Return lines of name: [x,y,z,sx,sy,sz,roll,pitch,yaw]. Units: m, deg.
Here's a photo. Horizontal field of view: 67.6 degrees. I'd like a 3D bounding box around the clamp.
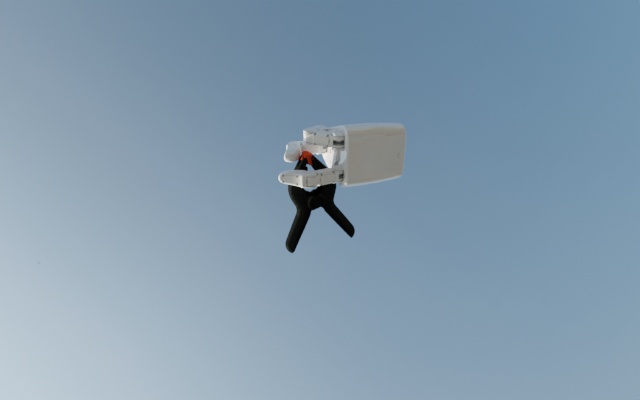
clamp: [0.000,0.002,0.786,0.120,0.171,0.039,-8,25,-20]
